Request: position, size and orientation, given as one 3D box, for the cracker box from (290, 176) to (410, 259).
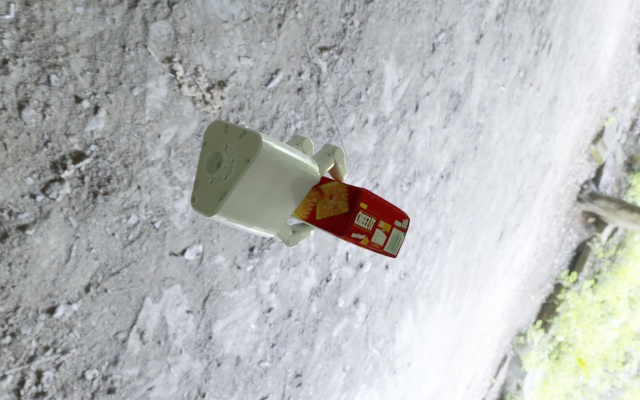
[{"bbox_3d":[0.000,0.002,0.678,0.213,0.072,0.164,22,-2,35],"label":"cracker box"}]
